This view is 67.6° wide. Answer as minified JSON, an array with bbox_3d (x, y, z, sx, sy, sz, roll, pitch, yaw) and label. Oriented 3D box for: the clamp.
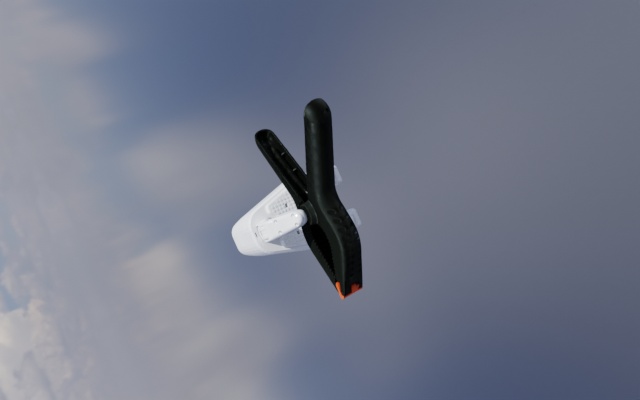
[{"bbox_3d":[0.000,0.002,0.495,0.036,0.210,0.164,-24,1,-23],"label":"clamp"}]
